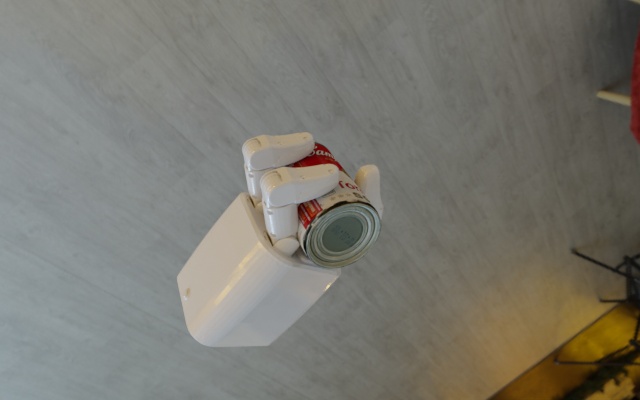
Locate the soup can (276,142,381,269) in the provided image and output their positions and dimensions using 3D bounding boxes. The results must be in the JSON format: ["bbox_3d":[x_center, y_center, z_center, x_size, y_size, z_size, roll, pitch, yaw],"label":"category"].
[{"bbox_3d":[0.001,0.001,0.412,0.068,0.068,0.102,0,33,-26],"label":"soup can"}]
